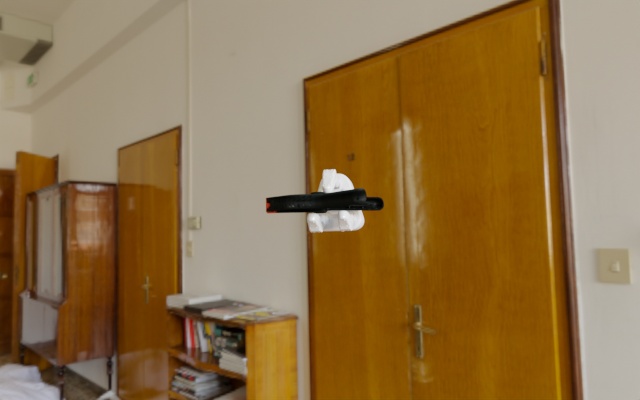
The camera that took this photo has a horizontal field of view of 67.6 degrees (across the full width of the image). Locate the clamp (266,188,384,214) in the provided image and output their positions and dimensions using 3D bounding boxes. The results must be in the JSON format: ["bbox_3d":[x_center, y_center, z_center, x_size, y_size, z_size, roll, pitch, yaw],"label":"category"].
[{"bbox_3d":[0.000,0.002,0.828,0.210,0.036,0.164,-2,-7,11],"label":"clamp"}]
